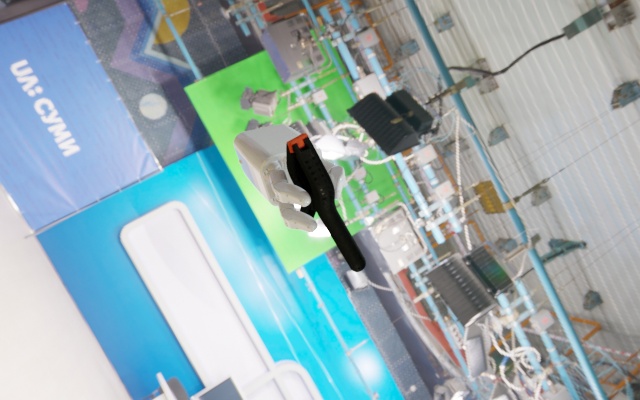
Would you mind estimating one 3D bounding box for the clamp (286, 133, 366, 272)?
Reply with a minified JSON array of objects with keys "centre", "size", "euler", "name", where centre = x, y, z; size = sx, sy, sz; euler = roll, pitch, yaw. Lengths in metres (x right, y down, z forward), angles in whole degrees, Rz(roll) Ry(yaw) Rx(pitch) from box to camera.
[{"centre":[0.001,0.001,0.688],"size":[0.036,0.210,0.164],"euler":[-33,45,-20],"name":"clamp"}]
